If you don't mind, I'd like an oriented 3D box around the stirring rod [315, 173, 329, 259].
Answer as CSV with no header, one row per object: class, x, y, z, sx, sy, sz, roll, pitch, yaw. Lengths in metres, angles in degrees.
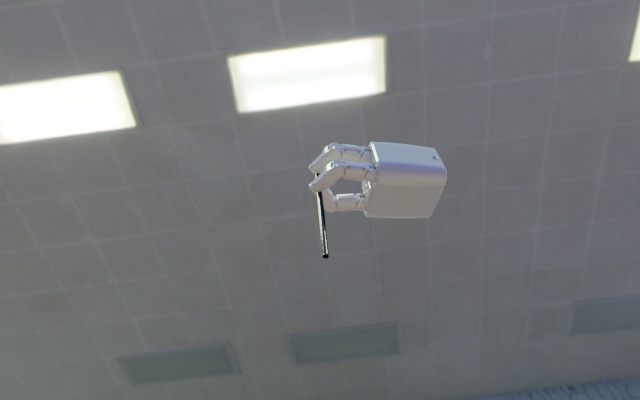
stirring rod,0.000,0.002,0.691,0.011,0.011,0.239,0,34,-4
